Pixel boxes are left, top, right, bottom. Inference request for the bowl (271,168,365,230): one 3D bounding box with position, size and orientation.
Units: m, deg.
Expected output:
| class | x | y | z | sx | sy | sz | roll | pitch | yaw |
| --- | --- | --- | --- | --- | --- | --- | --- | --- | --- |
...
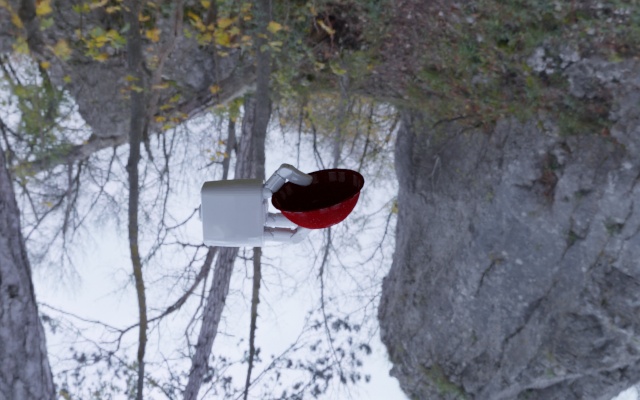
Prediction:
| class | x | y | z | sx | sy | sz | roll | pitch | yaw |
| --- | --- | --- | --- | --- | --- | --- | --- | --- | --- |
| bowl | 0.001 | 0.003 | 0.810 | 0.162 | 0.055 | 0.162 | -12 | 25 | 6 |
